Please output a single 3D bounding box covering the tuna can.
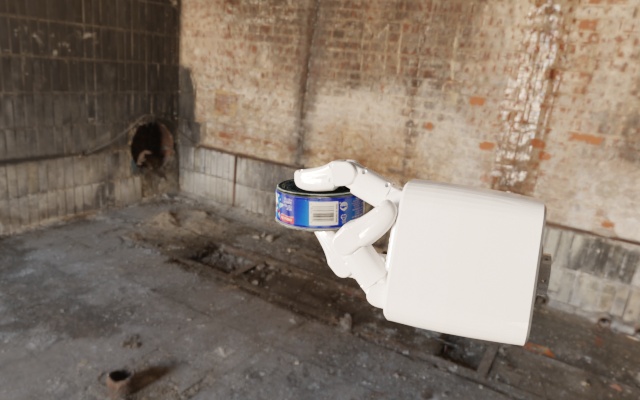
[{"bbox_3d":[0.000,0.001,0.452,0.086,0.034,0.086,0,14,0],"label":"tuna can"}]
